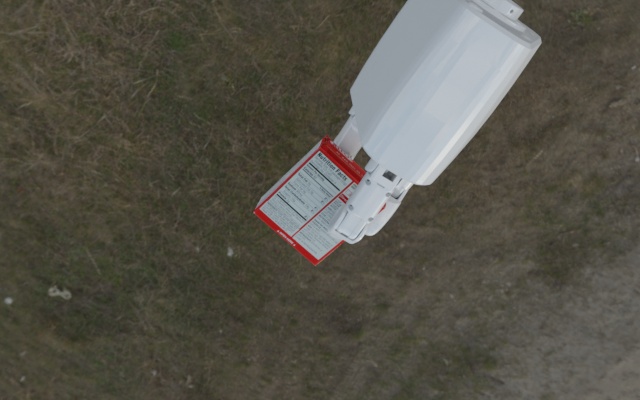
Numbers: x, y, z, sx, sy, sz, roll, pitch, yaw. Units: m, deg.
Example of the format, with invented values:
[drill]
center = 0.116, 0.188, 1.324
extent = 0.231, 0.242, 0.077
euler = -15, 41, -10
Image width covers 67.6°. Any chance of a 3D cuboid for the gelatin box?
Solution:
[gelatin box]
center = 0.000, 0.002, 0.401
extent = 0.089, 0.073, 0.030
euler = -42, 14, 25
